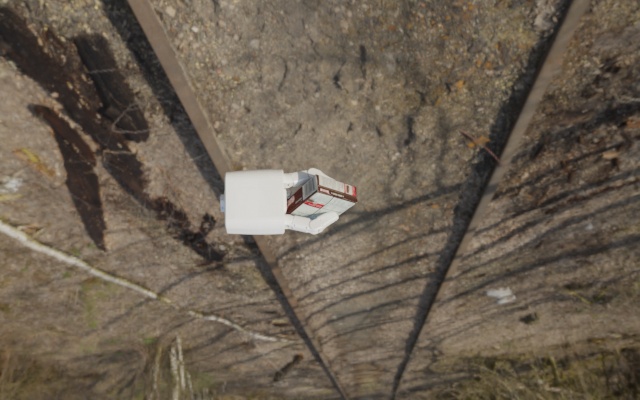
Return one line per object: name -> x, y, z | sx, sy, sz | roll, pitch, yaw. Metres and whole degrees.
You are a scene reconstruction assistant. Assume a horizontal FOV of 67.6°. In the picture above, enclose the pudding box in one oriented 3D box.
pudding box -> 0.000, 0.003, 0.883 | 0.090, 0.039, 0.113 | 15, -33, -30
